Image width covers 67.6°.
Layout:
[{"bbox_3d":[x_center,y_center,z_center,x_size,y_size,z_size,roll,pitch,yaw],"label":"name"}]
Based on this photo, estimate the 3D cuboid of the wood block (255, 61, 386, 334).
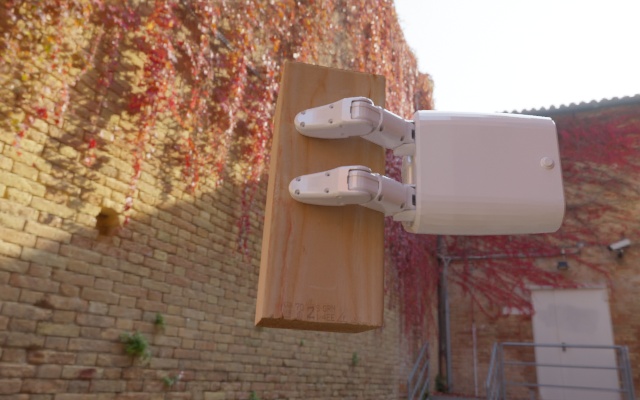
[{"bbox_3d":[0.000,0.001,0.403,0.090,0.206,0.091,6,-20,-8],"label":"wood block"}]
